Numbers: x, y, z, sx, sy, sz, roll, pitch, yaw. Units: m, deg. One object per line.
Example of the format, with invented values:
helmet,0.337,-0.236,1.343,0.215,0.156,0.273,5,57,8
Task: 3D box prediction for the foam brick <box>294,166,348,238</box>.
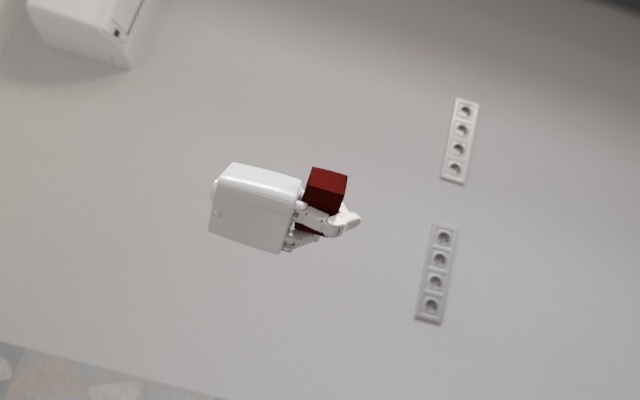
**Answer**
foam brick,0.000,0.002,0.657,0.051,0.078,0.053,17,33,-4
